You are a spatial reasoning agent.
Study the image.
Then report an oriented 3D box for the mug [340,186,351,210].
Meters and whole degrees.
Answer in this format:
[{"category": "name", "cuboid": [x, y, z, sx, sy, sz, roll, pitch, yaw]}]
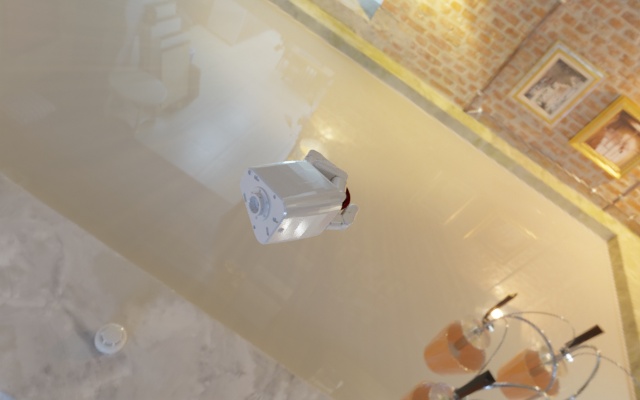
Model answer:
[{"category": "mug", "cuboid": [0.001, 0.003, 0.823, 0.117, 0.093, 0.081, -6, -34, -41]}]
